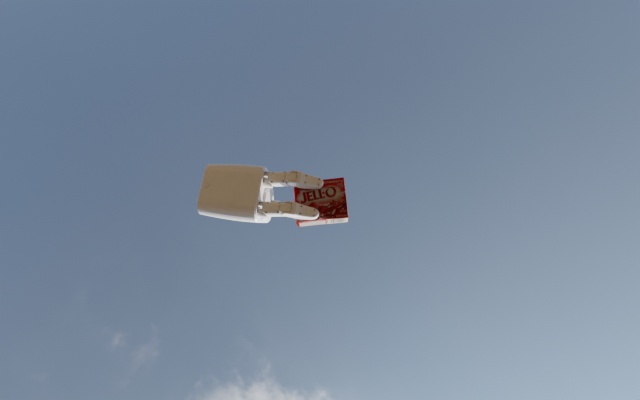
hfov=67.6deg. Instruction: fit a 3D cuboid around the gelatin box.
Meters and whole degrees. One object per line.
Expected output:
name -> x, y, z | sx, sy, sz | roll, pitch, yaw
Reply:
gelatin box -> 0.000, 0.003, 0.813 | 0.089, 0.073, 0.030 | -5, -19, 0
